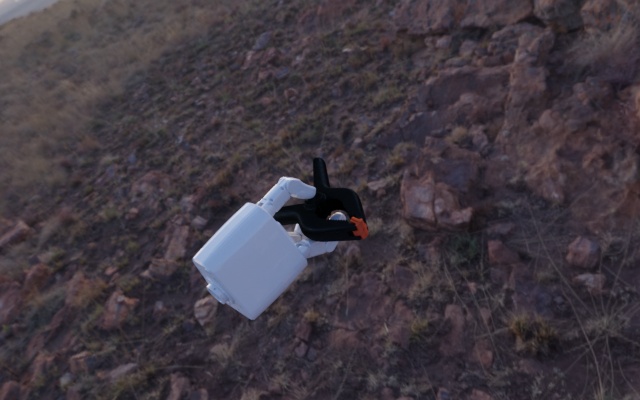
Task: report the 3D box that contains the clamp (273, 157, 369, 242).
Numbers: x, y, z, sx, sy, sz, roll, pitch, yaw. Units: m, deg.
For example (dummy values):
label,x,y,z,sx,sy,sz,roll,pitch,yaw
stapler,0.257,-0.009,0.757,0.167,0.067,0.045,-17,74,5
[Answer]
label,x,y,z,sx,sy,sz,roll,pitch,yaw
clamp,0.000,0.002,0.697,0.210,0.036,0.164,16,55,46
